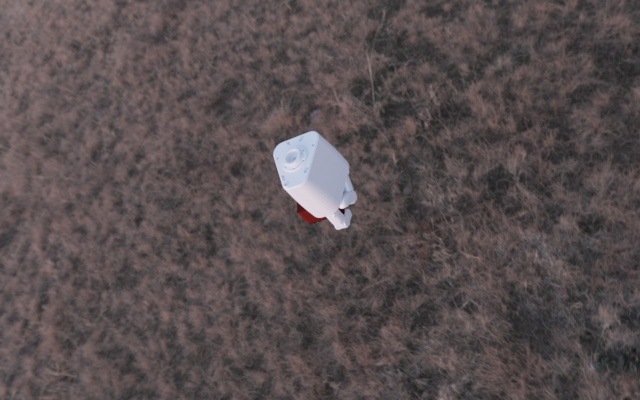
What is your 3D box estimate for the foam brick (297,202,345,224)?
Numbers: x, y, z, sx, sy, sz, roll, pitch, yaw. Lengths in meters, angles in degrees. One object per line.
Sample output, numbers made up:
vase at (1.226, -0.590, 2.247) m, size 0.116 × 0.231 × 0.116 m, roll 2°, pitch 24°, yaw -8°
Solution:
foam brick at (0.000, 0.003, 0.896) m, size 0.078 × 0.053 × 0.051 m, roll -18°, pitch -34°, yaw 25°
